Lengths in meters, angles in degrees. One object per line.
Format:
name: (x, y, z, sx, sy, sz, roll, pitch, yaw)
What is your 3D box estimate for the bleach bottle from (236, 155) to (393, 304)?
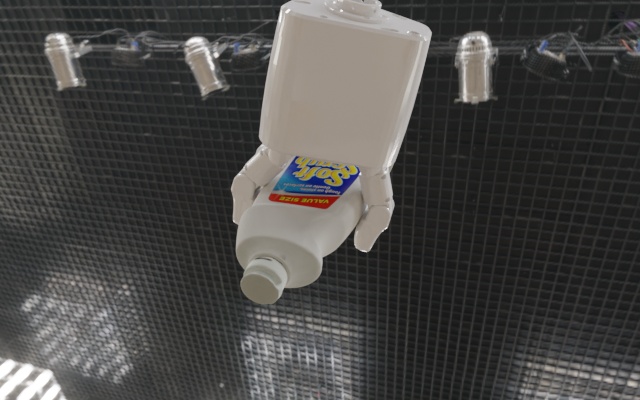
bleach bottle: (0.000, 0.001, 0.435, 0.102, 0.068, 0.250, 19, 35, 7)
